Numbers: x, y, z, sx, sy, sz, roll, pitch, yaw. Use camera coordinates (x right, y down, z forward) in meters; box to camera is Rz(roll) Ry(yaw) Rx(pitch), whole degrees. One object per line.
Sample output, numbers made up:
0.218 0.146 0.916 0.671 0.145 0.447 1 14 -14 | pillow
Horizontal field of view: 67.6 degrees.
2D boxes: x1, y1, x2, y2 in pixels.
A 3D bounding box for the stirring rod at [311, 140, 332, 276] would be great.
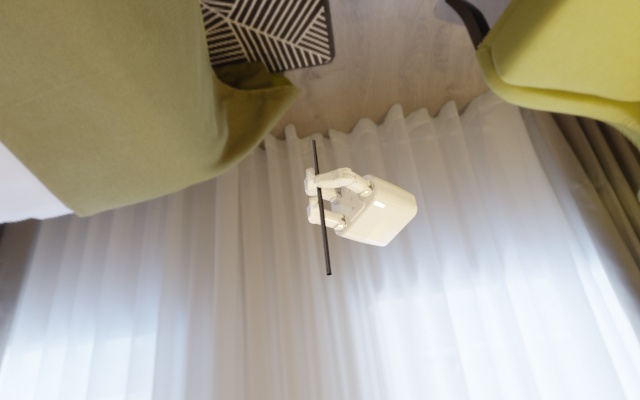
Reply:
0.000 0.002 0.732 0.011 0.239 0.011 -5 -32 -3 | stirring rod
